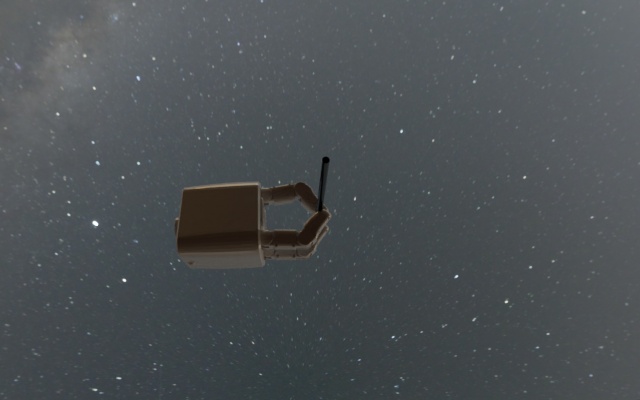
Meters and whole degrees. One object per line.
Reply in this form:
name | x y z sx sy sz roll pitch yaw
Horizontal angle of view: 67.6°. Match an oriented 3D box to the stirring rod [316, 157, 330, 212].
stirring rod | 0.000 0.002 0.605 0.011 0.011 0.240 0 -21 -3
